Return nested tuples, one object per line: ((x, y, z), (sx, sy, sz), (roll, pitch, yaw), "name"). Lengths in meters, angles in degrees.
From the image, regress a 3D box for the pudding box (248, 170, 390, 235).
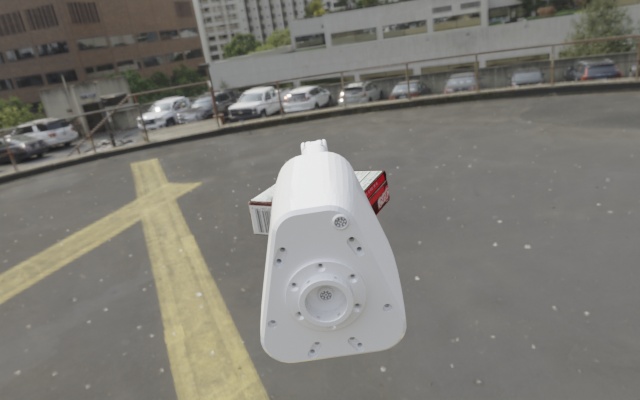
((0.000, 0.001, 0.468), (0.113, 0.039, 0.090), (4, 25, 29), "pudding box")
